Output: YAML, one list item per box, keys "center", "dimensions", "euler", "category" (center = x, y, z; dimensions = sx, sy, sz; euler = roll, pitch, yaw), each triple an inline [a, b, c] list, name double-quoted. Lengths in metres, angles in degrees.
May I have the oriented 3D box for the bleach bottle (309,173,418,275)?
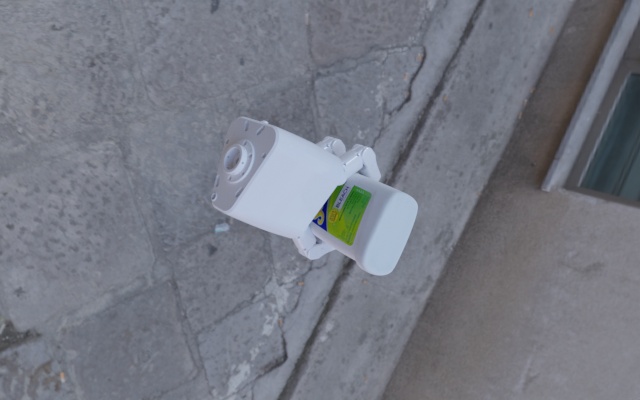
- center: [0.000, 0.002, 0.621]
  dimensions: [0.250, 0.102, 0.068]
  euler: [23, 0, 44]
  category: "bleach bottle"
